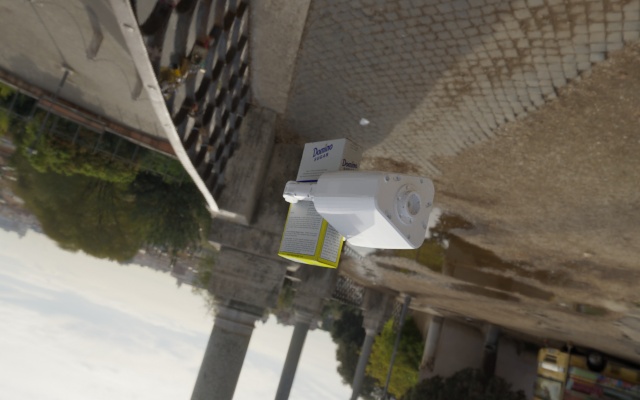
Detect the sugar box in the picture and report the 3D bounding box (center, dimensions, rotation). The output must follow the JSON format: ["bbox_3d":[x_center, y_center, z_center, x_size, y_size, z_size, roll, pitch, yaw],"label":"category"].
[{"bbox_3d":[0.001,0.003,0.684,0.048,0.176,0.093,26,-16,-38],"label":"sugar box"}]
